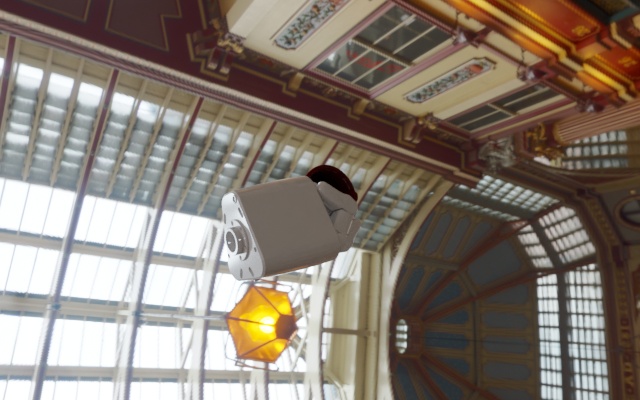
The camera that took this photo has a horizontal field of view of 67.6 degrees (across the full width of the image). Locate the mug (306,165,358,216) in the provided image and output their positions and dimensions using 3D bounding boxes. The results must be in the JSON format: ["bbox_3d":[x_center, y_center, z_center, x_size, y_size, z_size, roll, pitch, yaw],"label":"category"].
[{"bbox_3d":[0.001,0.002,0.688,0.117,0.093,0.081,-10,-5,-37],"label":"mug"}]
